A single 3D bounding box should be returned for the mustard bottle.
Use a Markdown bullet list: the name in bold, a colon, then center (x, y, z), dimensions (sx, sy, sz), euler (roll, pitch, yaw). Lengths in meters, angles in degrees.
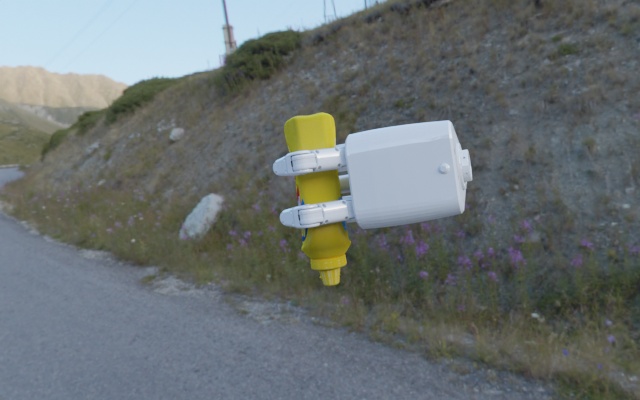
- **mustard bottle**: center (0.000, 0.002, 0.548), dimensions (0.058, 0.191, 0.096), euler (-9, 1, -4)
